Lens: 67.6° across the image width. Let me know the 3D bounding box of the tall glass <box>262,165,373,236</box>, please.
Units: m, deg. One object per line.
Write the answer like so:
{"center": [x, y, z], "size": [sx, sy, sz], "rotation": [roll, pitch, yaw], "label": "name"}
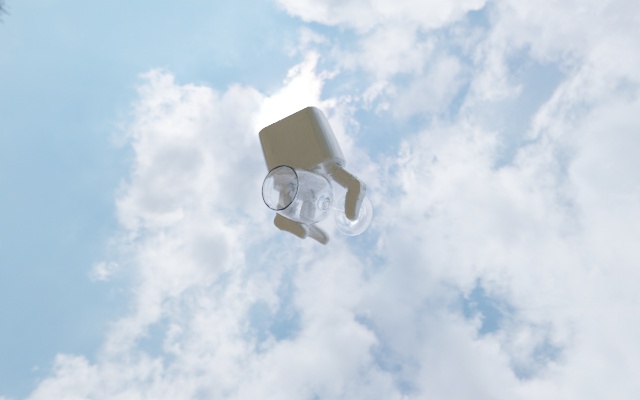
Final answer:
{"center": [0.001, 0.003, 0.706], "size": [0.079, 0.079, 0.201], "rotation": [0, -11, 33], "label": "tall glass"}
